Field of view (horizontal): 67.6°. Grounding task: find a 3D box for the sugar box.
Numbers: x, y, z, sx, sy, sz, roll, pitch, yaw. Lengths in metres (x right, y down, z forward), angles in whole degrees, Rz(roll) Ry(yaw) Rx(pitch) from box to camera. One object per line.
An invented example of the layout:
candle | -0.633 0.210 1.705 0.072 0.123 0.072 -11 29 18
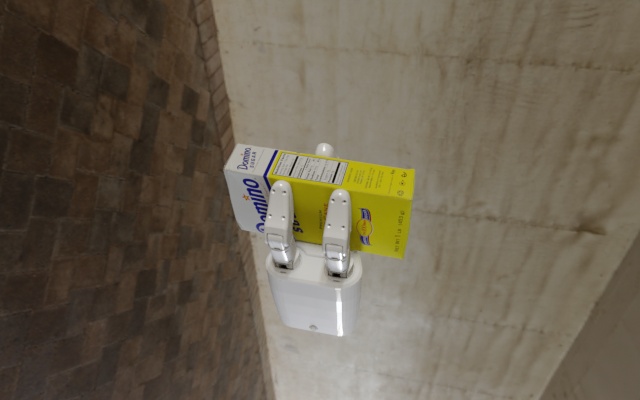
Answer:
sugar box | 0.000 0.002 0.467 0.176 0.048 0.093 7 -41 10
